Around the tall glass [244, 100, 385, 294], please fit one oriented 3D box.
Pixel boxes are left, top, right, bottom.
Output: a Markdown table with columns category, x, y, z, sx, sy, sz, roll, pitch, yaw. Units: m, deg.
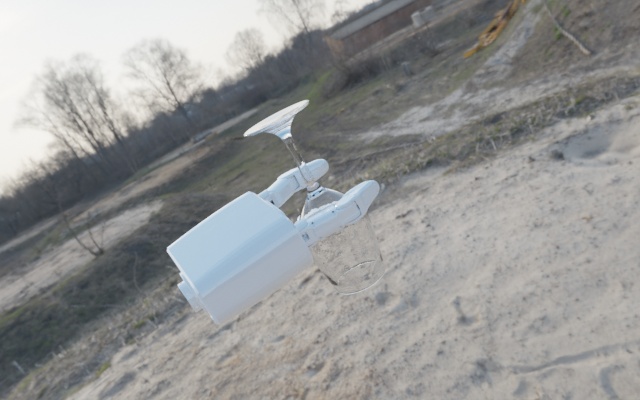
| category | x | y | z | sx | sy | sz | roll | pitch | yaw |
| --- | --- | --- | --- | --- | --- | --- | --- | --- | --- |
| tall glass | 0.000 | 0.001 | 0.505 | 0.079 | 0.201 | 0.079 | -26 | 17 | 9 |
